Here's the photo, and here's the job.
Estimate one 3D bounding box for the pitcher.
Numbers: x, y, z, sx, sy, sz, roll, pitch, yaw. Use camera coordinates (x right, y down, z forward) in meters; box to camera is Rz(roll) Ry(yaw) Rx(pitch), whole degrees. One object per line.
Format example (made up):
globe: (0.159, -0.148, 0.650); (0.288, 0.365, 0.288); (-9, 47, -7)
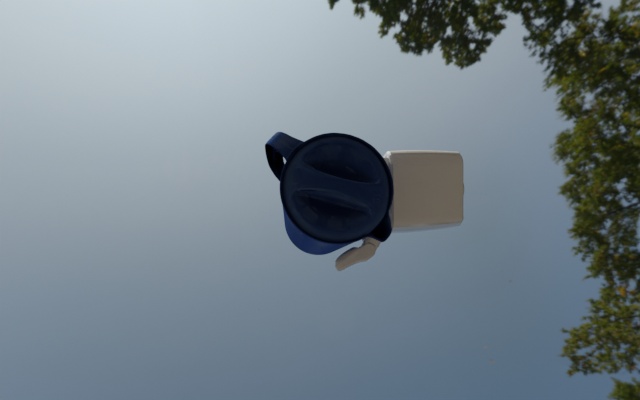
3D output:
pitcher: (0.000, 0.002, 0.660); (0.145, 0.149, 0.243); (-4, -12, -7)
